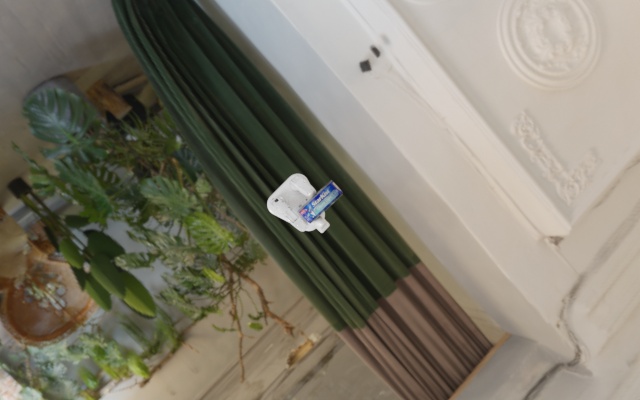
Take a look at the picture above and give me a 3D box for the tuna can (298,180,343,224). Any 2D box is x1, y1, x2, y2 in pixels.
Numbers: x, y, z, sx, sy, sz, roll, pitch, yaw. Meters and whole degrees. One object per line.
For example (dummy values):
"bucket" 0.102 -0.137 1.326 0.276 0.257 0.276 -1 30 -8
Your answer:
"tuna can" 0.001 0.003 0.875 0.086 0.034 0.086 -43 0 0
